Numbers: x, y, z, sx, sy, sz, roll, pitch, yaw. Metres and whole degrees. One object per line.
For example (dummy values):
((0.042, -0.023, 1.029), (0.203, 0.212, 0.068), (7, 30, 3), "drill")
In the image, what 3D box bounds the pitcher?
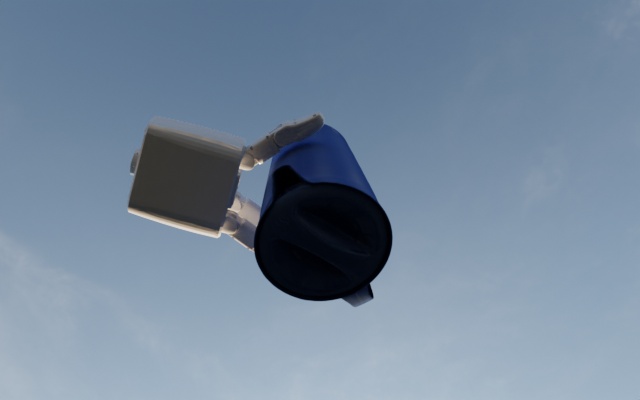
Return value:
((0.000, 0.002, 0.561), (0.145, 0.149, 0.242), (12, 25, -10), "pitcher")
